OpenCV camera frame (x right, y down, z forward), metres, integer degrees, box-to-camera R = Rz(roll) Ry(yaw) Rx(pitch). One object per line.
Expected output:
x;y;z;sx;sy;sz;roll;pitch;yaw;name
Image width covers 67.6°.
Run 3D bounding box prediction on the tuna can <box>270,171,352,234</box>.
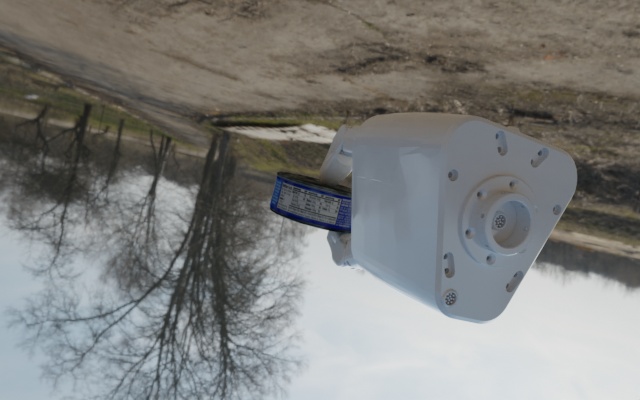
0.000;0.002;0.416;0.086;0.034;0.086;14;6;-2;tuna can
